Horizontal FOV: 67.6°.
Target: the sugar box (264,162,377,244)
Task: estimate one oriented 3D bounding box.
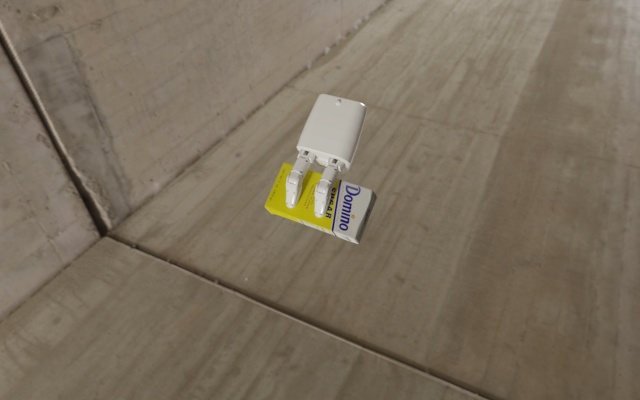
[{"bbox_3d":[0.000,0.002,0.836,0.176,0.093,0.048,17,-12,21],"label":"sugar box"}]
